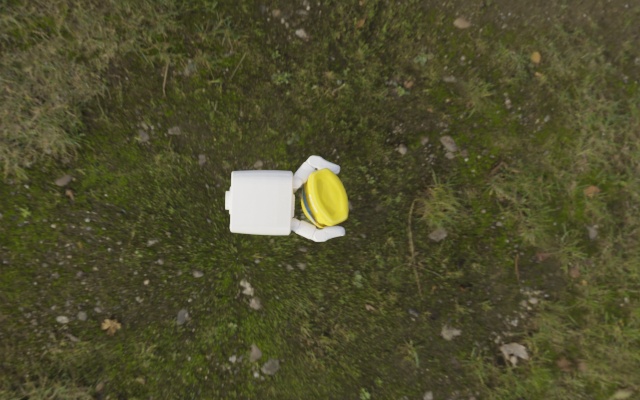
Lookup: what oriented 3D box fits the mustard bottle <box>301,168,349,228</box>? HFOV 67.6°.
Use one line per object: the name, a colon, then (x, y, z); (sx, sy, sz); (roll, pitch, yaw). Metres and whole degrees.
mustard bottle: (0.001, 0.003, 0.885); (0.058, 0.096, 0.191); (-23, -3, -12)
